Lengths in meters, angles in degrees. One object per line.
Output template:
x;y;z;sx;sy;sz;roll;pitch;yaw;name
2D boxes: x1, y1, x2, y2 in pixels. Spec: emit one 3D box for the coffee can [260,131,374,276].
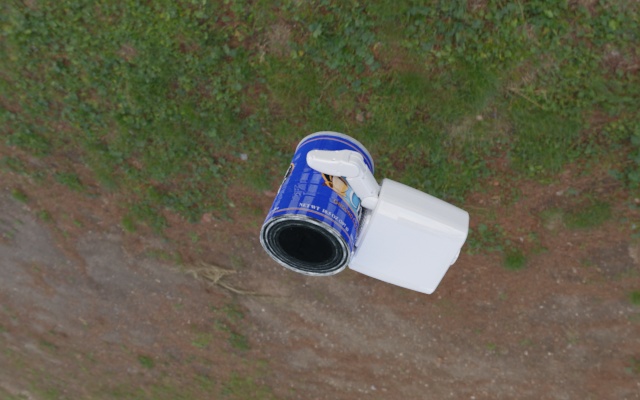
0.000;0.002;0.561;0.103;0.140;0.103;11;-42;10;coffee can
